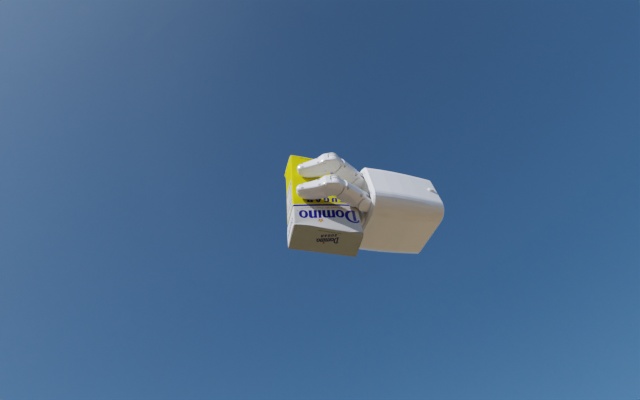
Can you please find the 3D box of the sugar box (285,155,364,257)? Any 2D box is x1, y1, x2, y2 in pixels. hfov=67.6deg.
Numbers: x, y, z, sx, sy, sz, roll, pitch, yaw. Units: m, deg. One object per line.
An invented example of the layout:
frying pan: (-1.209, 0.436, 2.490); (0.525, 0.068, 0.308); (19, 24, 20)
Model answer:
sugar box: (0.000, 0.002, 0.667); (0.093, 0.048, 0.176); (8, 31, -12)
